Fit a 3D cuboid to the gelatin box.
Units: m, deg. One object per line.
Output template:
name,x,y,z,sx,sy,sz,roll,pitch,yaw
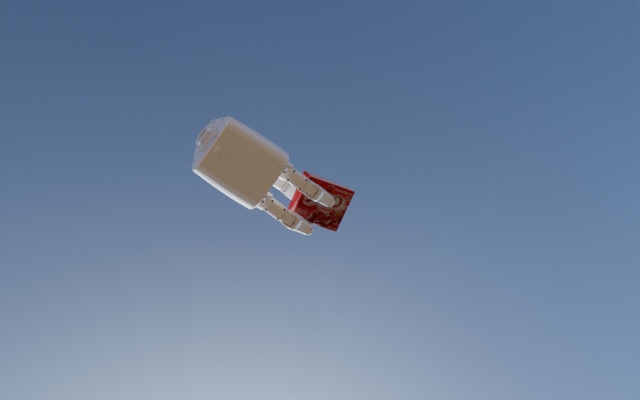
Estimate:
gelatin box,0.000,0.002,0.757,0.089,0.073,0.030,19,12,-29
